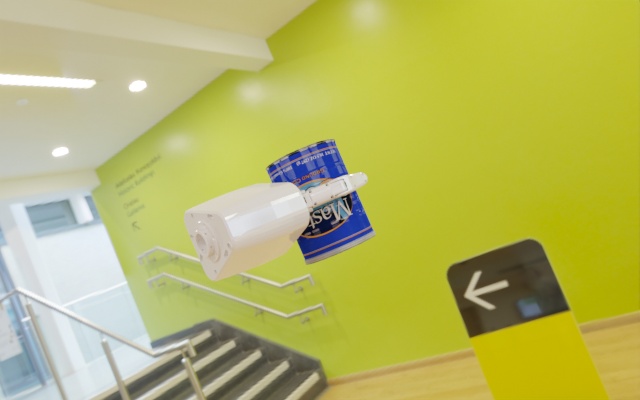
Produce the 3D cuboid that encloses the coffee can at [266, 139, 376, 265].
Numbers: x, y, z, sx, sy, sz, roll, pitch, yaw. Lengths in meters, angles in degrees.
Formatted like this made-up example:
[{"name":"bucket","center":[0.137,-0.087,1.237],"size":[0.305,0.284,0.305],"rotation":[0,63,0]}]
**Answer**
[{"name":"coffee can","center":[0.000,0.002,0.645],"size":[0.103,0.140,0.103],"rotation":[-23,-2,-1]}]
